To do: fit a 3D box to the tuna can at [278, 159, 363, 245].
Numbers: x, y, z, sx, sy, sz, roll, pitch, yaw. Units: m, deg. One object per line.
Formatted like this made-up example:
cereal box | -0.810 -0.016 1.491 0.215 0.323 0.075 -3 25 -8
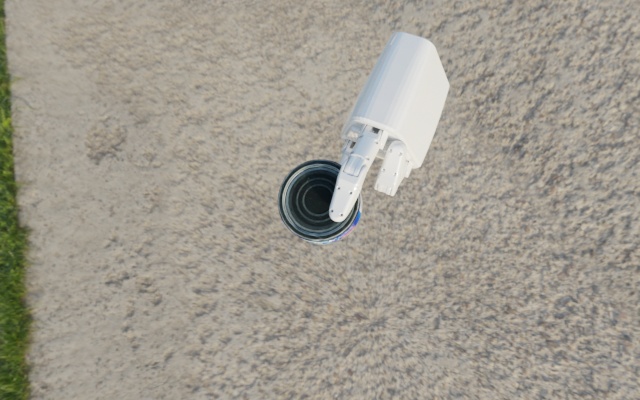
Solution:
tuna can | 0.000 0.002 0.490 0.086 0.086 0.034 0 -9 8
